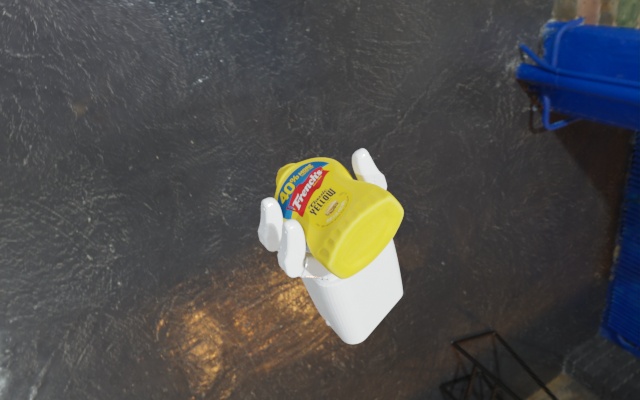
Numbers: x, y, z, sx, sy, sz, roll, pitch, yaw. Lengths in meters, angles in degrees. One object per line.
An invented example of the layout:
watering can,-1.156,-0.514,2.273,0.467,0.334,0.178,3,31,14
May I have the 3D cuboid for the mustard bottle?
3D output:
mustard bottle,0.000,0.002,0.530,0.058,0.096,0.191,42,-2,-38
